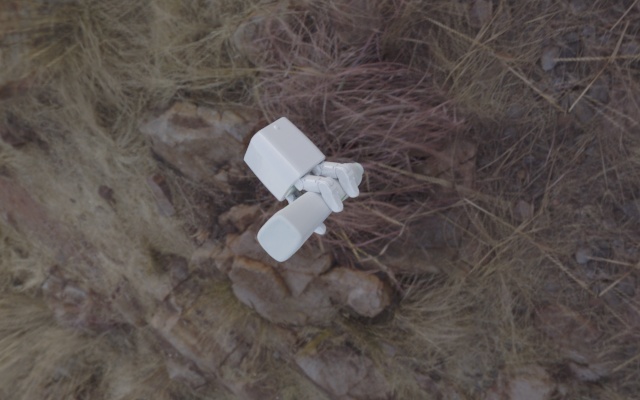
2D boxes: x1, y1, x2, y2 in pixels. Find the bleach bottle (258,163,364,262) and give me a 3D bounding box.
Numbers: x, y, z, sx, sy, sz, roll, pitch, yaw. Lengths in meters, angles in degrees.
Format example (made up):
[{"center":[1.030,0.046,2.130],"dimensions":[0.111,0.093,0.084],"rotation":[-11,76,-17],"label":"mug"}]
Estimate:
[{"center":[0.000,0.003,0.855],"dimensions":[0.250,0.068,0.103],"rotation":[-41,-3,-44],"label":"bleach bottle"}]
